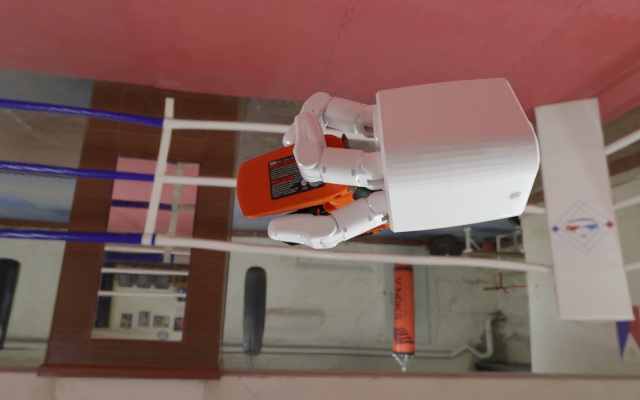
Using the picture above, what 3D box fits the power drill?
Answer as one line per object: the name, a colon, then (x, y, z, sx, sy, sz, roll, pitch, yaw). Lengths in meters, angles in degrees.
power drill: (0.000, 0.001, 0.480, 0.184, 0.057, 0.188, -17, -18, 23)
